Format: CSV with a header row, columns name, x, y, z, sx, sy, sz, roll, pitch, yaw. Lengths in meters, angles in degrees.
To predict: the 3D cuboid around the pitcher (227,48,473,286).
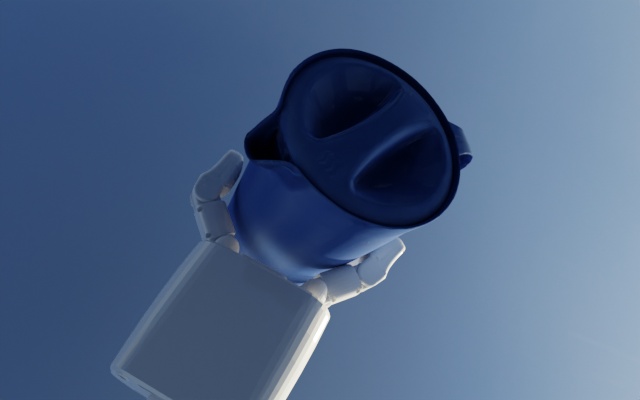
name,x,y,z,sx,sy,sz,roll,pitch,yaw
pitcher,0.000,0.001,0.406,0.149,0.145,0.243,36,-34,-7
